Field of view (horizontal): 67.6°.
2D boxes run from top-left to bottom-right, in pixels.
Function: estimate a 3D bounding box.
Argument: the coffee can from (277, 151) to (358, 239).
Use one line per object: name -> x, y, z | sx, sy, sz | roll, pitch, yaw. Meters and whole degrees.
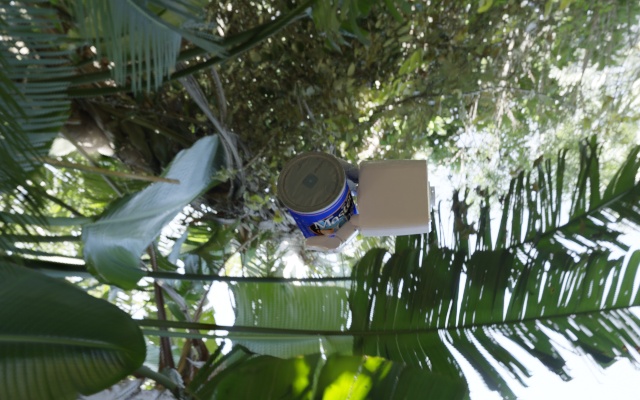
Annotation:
coffee can -> 0.000, 0.002, 0.754 | 0.103, 0.102, 0.140 | 0, -27, 14
